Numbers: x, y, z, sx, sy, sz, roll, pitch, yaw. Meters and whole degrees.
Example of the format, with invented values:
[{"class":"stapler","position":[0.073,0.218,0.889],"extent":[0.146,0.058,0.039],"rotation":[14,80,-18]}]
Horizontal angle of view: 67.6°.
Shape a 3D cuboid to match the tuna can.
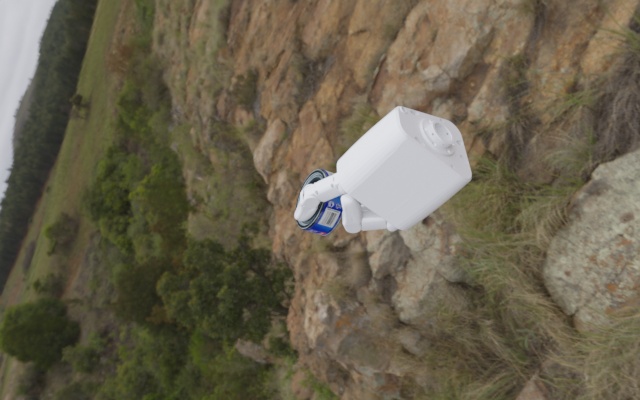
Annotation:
[{"class":"tuna can","position":[0.000,0.002,0.640],"extent":[0.034,0.086,0.086],"rotation":[17,-8,-26]}]
